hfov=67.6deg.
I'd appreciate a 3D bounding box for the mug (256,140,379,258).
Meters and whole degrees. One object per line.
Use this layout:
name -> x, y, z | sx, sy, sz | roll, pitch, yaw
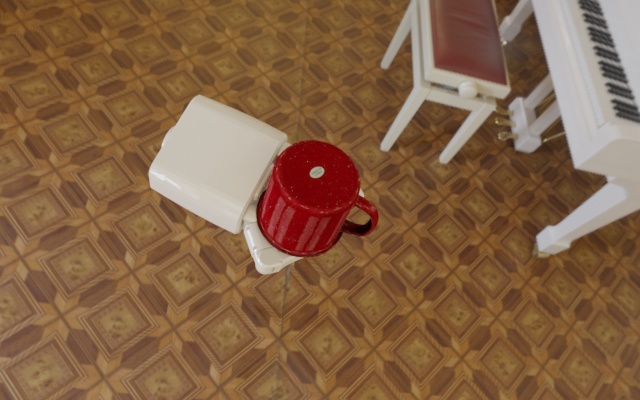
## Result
mug -> 0.001, 0.002, 0.457 | 0.117, 0.093, 0.081 | 25, -33, 0
